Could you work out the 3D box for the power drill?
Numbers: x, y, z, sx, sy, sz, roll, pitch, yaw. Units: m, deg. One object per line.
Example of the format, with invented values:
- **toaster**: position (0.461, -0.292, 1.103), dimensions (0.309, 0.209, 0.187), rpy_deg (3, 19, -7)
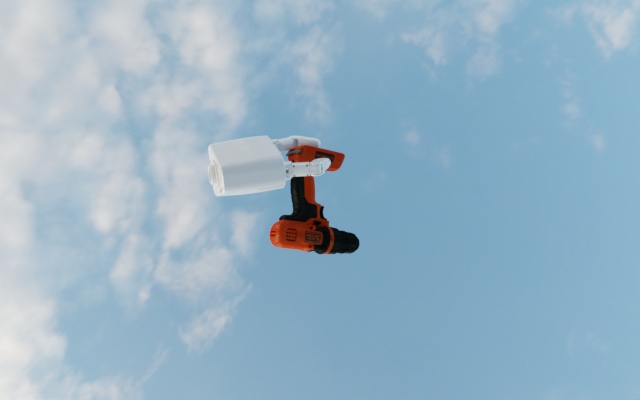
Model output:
- **power drill**: position (0.000, 0.002, 0.864), dimensions (0.184, 0.187, 0.057), rpy_deg (10, -11, -36)
